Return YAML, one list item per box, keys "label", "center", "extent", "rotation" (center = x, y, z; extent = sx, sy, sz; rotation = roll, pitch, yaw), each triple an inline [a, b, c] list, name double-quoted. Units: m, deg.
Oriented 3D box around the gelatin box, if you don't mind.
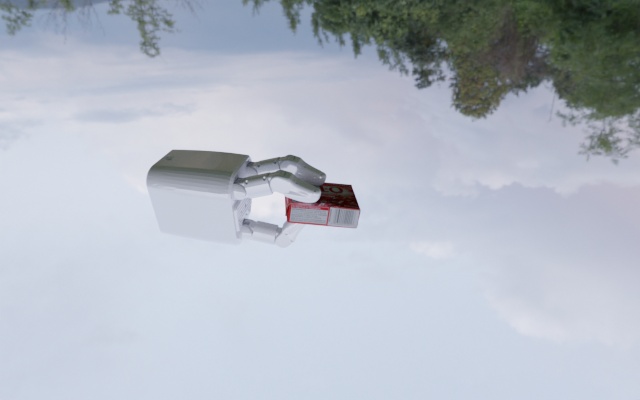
- label: "gelatin box"
  center: [0.000, 0.002, 0.597]
  extent: [0.089, 0.030, 0.073]
  rotation: [6, 25, -8]
